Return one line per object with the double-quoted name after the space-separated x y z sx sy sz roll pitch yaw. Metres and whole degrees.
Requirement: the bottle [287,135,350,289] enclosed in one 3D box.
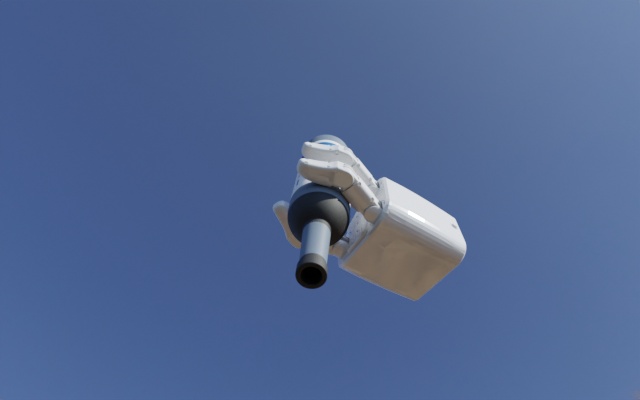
0.000 0.002 0.537 0.069 0.069 0.295 0 25 3 "bottle"
